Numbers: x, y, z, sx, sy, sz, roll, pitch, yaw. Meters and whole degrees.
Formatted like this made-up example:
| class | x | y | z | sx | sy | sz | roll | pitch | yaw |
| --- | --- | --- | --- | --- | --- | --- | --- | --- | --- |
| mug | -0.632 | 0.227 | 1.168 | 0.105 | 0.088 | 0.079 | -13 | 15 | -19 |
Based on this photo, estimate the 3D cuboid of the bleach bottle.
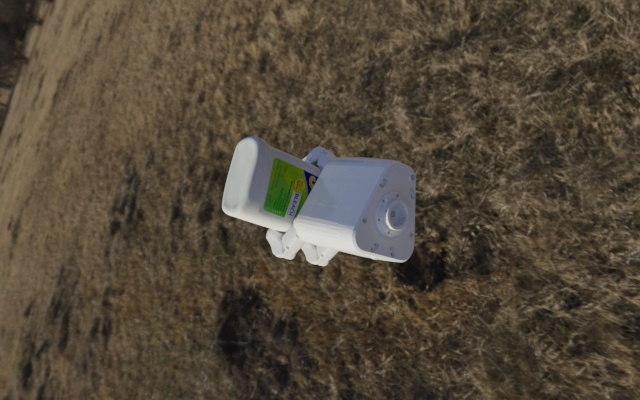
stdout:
| class | x | y | z | sx | sy | sz | roll | pitch | yaw |
| --- | --- | --- | --- | --- | --- | --- | --- | --- | --- |
| bleach bottle | 0.000 | 0.002 | 0.638 | 0.251 | 0.102 | 0.068 | 17 | -6 | -35 |
